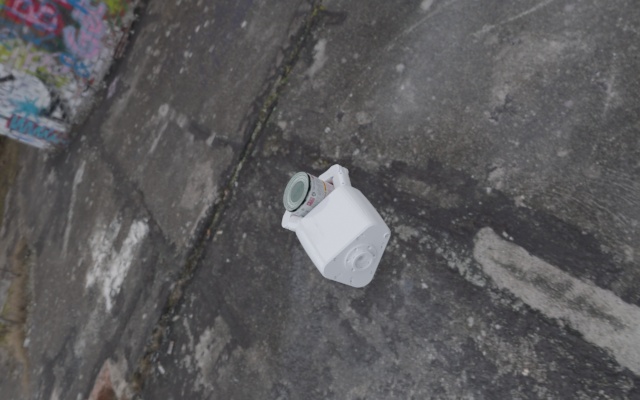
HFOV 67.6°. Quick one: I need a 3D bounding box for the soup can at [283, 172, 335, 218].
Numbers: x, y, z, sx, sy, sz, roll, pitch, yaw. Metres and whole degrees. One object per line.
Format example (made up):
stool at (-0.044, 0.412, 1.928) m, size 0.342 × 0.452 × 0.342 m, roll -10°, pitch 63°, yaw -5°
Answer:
soup can at (0.000, 0.002, 0.766) m, size 0.102 × 0.068 × 0.068 m, roll 23°, pitch -14°, yaw -34°
